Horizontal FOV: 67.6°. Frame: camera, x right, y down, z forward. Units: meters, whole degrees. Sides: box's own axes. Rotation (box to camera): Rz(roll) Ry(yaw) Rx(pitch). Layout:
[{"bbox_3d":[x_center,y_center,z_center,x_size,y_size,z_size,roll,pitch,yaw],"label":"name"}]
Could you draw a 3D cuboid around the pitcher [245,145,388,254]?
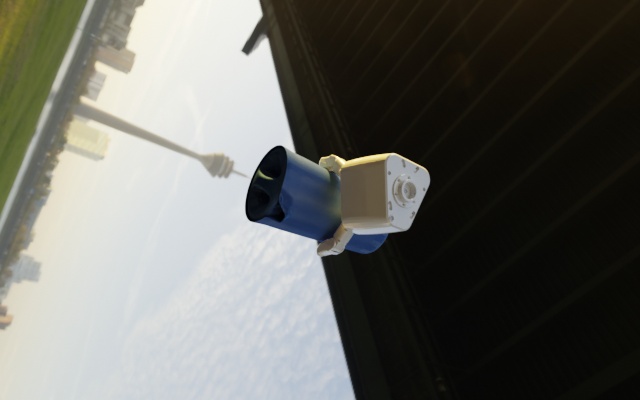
[{"bbox_3d":[0.000,0.003,0.835,0.243,0.149,0.145,22,-18,-30],"label":"pitcher"}]
